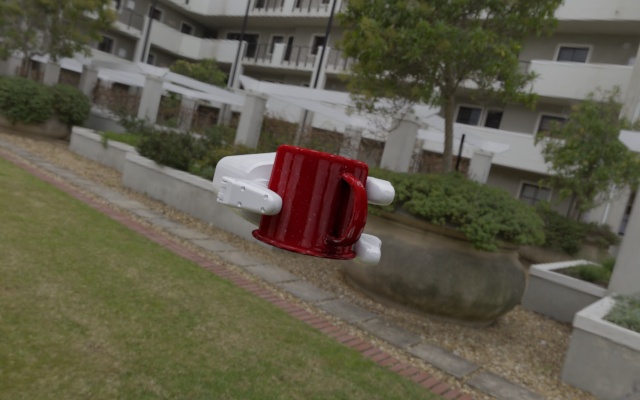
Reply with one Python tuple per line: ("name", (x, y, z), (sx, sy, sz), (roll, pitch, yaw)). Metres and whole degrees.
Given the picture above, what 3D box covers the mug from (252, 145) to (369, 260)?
("mug", (0.001, 0.001, 0.401), (0.093, 0.081, 0.117), (10, 5, -30))
